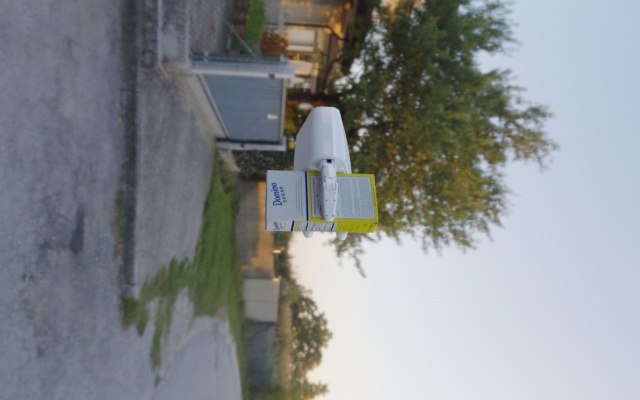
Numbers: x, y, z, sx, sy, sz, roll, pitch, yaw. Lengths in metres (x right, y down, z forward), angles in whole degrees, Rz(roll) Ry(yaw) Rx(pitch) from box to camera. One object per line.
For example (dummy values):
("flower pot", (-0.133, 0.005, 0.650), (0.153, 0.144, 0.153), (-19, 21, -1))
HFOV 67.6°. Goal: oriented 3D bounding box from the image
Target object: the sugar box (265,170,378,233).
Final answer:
("sugar box", (0.000, 0.003, 0.765), (0.176, 0.093, 0.048), (1, -31, -6))
